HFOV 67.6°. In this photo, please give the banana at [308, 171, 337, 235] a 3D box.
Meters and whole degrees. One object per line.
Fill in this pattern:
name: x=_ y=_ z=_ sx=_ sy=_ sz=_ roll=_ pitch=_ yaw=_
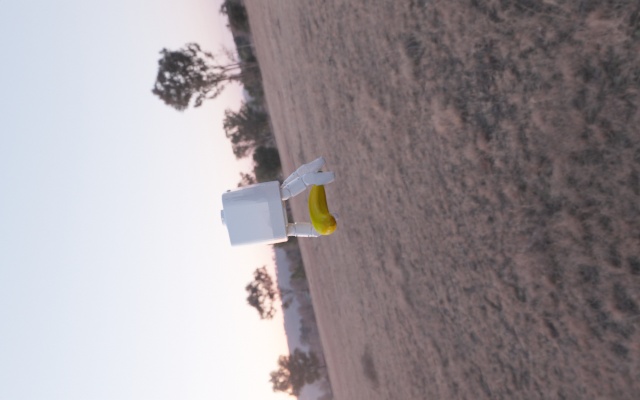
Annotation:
banana: x=0.000 y=0.018 z=0.850 sx=0.037 sy=0.070 sz=0.197 roll=-5 pitch=28 yaw=-6
